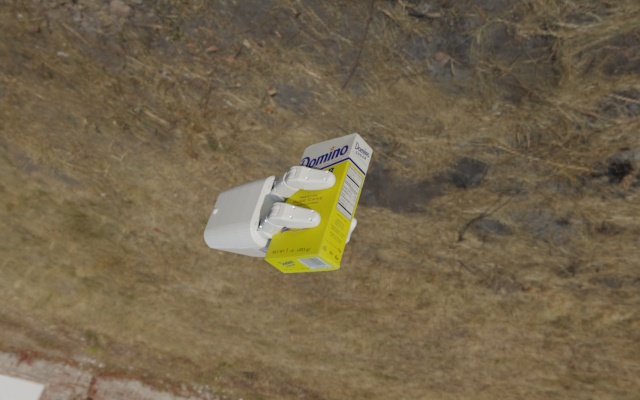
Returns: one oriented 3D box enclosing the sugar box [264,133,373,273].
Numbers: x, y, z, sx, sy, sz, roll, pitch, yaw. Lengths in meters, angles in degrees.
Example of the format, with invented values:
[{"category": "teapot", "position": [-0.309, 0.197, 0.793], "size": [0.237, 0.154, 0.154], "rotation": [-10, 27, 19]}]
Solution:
[{"category": "sugar box", "position": [0.000, 0.002, 0.599], "size": [0.093, 0.176, 0.048], "rotation": [-10, -37, 40]}]
